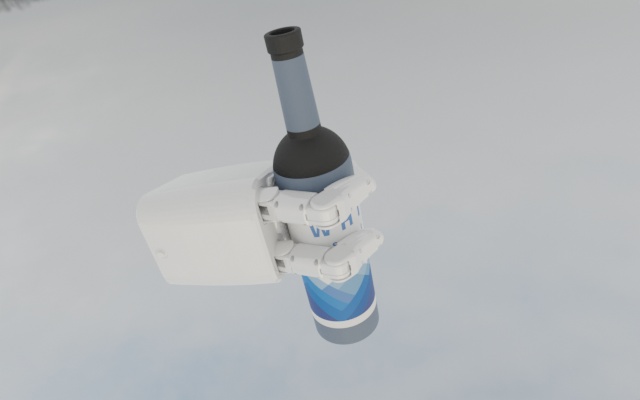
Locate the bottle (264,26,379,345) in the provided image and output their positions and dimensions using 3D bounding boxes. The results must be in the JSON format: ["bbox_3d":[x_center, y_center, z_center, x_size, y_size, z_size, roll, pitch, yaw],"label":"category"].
[{"bbox_3d":[0.000,0.002,0.418,0.069,0.296,0.069,-9,32,6],"label":"bottle"}]
